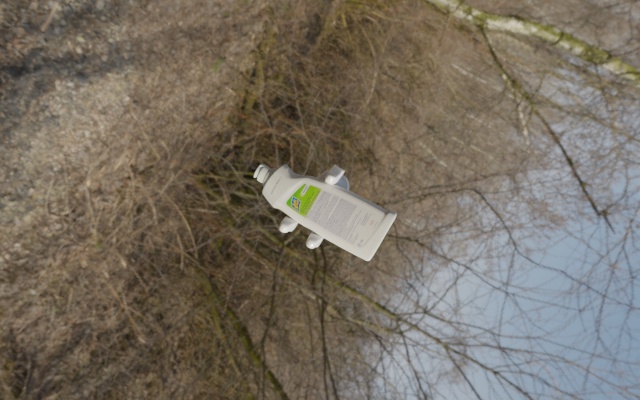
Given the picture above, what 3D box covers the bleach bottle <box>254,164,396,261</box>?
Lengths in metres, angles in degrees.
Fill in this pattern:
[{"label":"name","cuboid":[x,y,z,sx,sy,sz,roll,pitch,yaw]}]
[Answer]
[{"label":"bleach bottle","cuboid":[0.000,0.003,0.840,0.251,0.102,0.068,31,-3,6]}]
